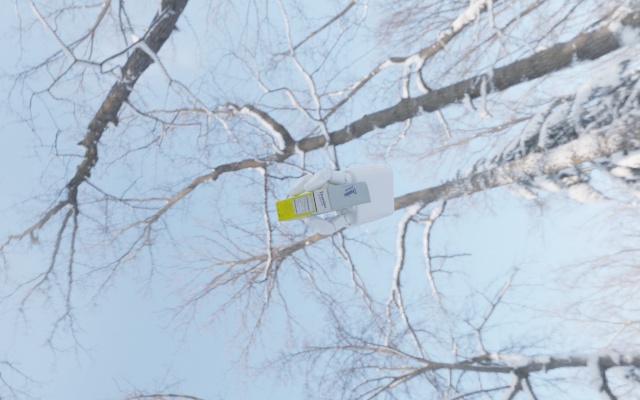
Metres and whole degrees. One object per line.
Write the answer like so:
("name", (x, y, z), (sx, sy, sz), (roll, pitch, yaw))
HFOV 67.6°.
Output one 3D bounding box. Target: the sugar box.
("sugar box", (0.000, 0.002, 0.880), (0.093, 0.048, 0.176), (-10, -5, -37))
